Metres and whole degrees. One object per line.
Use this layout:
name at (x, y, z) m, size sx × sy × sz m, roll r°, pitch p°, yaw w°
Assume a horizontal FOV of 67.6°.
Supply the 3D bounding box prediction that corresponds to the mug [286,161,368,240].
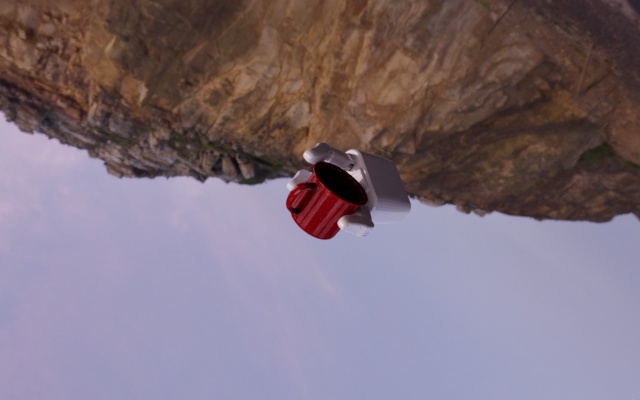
mug at (-0.001, 0.002, 0.691) m, size 0.117 × 0.081 × 0.093 m, roll 6°, pitch 40°, yaw -45°
